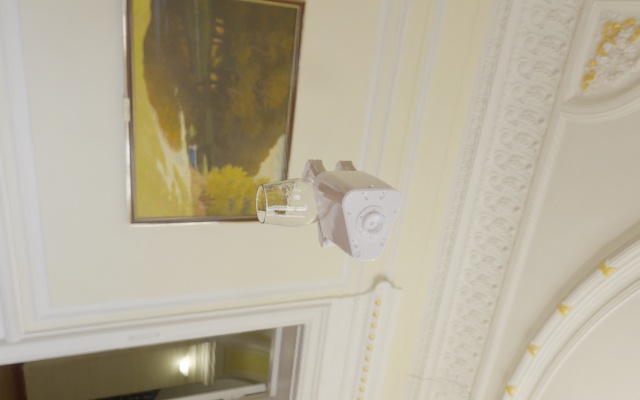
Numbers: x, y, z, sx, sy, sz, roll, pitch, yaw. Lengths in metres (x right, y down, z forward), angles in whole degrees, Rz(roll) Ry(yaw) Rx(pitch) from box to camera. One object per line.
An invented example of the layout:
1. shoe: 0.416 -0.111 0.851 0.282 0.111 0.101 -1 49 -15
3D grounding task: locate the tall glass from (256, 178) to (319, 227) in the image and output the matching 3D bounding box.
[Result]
1. tall glass: 0.001 0.003 0.774 0.201 0.079 0.079 -2 1 -22
